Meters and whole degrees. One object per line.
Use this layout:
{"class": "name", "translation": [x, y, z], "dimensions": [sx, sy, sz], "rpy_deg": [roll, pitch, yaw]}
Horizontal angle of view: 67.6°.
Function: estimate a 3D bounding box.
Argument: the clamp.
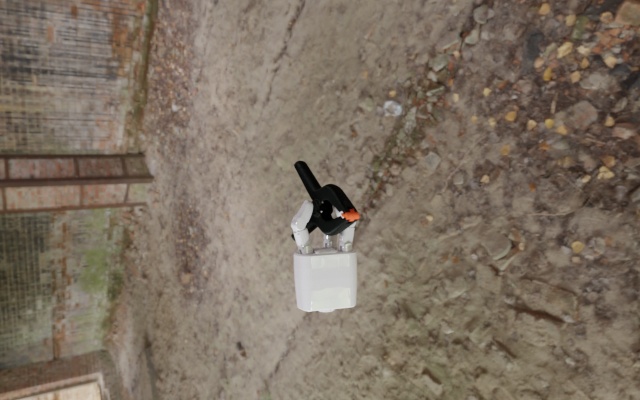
{"class": "clamp", "translation": [0.000, 0.003, 0.897], "dimensions": [0.036, 0.164, 0.210], "rpy_deg": [-3, 2, -31]}
